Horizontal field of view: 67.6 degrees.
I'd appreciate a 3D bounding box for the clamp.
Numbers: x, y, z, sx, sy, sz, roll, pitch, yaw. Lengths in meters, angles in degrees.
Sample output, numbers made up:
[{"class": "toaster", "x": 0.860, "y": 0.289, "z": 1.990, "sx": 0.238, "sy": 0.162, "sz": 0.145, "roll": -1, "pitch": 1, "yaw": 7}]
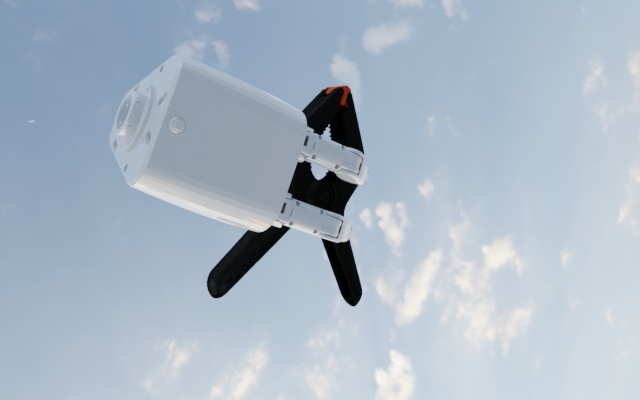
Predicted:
[{"class": "clamp", "x": 0.000, "y": 0.001, "z": 0.442, "sx": 0.164, "sy": 0.210, "sz": 0.036, "roll": 21, "pitch": -5, "yaw": -38}]
